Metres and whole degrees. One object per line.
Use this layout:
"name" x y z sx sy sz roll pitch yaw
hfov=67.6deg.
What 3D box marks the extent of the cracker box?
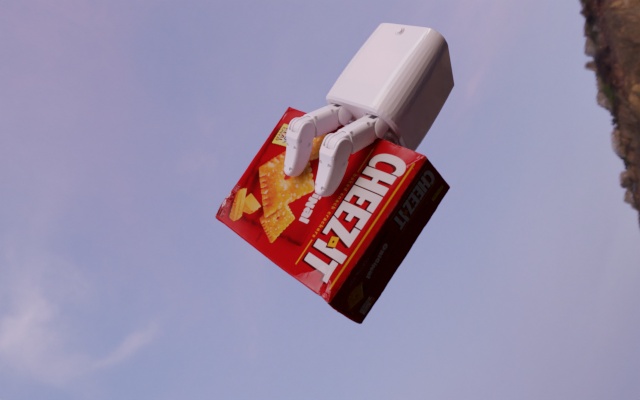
"cracker box" 0.000 0.002 0.514 0.213 0.164 0.072 29 -8 44
